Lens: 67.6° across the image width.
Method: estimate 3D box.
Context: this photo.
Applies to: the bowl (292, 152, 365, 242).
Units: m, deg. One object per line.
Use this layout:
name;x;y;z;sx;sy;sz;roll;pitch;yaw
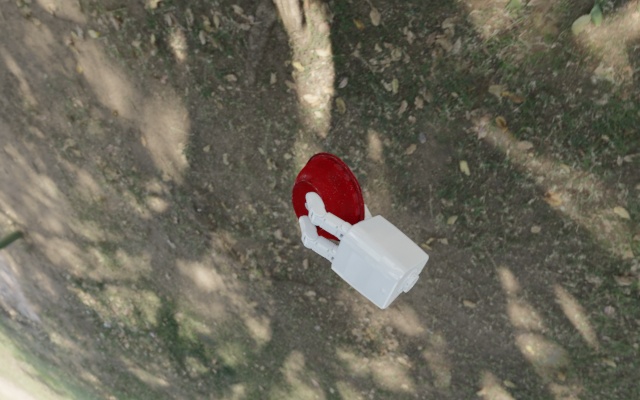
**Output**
bowl;-0.001;0.002;0.811;0.055;0.162;0.162;-21;12;-35
